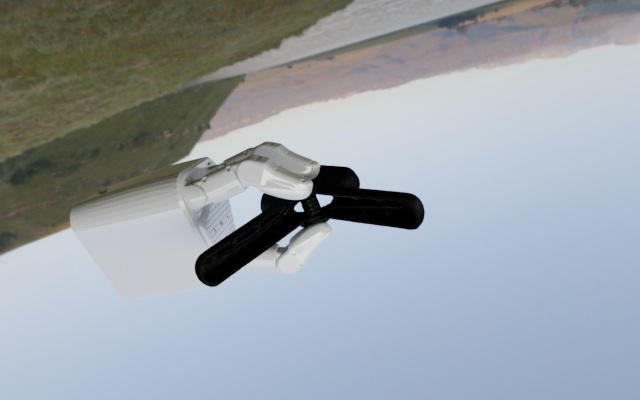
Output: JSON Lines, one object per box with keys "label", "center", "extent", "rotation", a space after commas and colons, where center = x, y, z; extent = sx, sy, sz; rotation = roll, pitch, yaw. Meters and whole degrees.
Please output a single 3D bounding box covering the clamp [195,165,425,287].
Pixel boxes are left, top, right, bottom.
{"label": "clamp", "center": [0.000, 0.002, 0.411], "extent": [0.164, 0.036, 0.210], "rotation": [-13, 16, 11]}
